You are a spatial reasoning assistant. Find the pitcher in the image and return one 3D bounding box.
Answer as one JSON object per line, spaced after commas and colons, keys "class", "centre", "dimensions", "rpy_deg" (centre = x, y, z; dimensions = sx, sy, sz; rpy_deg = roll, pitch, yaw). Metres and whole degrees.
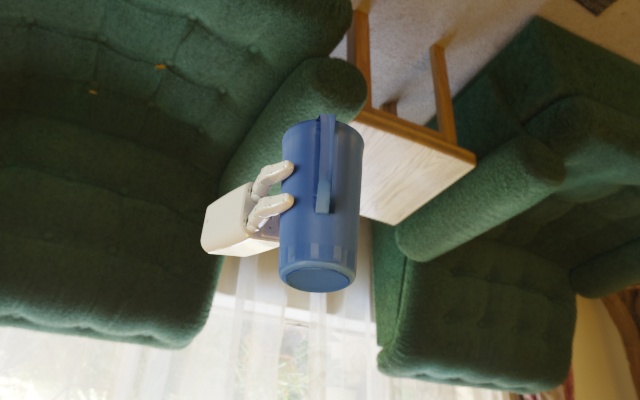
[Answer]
{"class": "pitcher", "centre": [0.000, 0.002, 0.708], "dimensions": [0.145, 0.242, 0.149], "rpy_deg": [-21, -38, 34]}
